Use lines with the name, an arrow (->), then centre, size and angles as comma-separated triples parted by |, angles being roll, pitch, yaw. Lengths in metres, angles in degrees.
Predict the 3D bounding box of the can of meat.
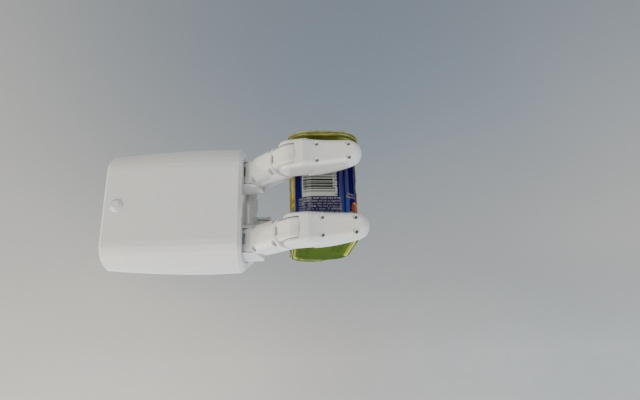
can of meat -> 0.000, 0.002, 0.402 | 0.057, 0.084, 0.102 | 0, -18, -4
